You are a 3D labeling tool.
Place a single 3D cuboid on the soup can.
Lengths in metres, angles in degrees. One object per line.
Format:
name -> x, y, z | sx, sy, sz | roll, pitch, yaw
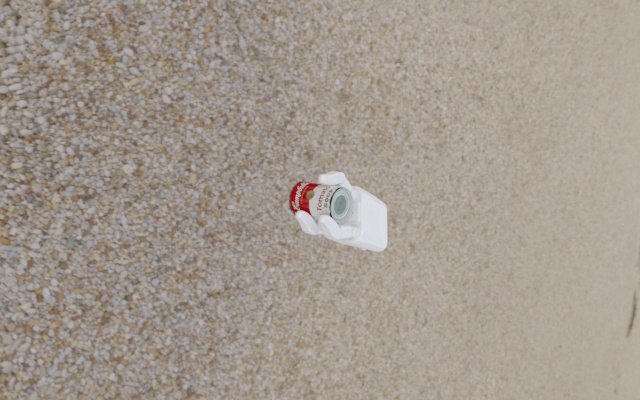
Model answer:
soup can -> 0.000, 0.003, 0.886 | 0.102, 0.068, 0.068 | 9, 6, 39
